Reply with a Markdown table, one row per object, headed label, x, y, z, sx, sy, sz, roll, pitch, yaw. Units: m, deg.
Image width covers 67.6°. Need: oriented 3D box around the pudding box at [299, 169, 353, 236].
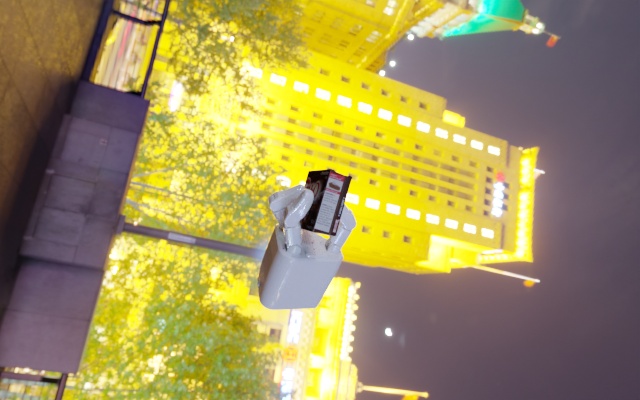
| label | x | y | z | sx | sy | sz | roll | pitch | yaw |
| --- | --- | --- | --- | --- | --- | --- | --- | --- | --- |
| pudding box | 0.000 | 0.002 | 0.693 | 0.039 | 0.090 | 0.113 | 16 | -3 | -19 |
